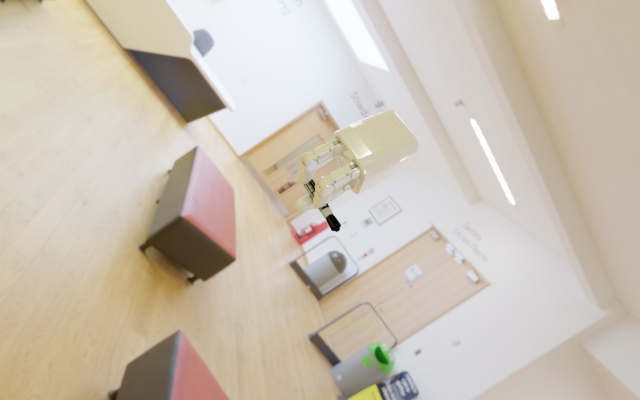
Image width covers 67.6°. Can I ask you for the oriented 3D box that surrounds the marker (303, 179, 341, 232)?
[{"bbox_3d":[0.000,0.003,0.783,0.020,0.121,0.020,-24,-30,-15],"label":"marker"}]
